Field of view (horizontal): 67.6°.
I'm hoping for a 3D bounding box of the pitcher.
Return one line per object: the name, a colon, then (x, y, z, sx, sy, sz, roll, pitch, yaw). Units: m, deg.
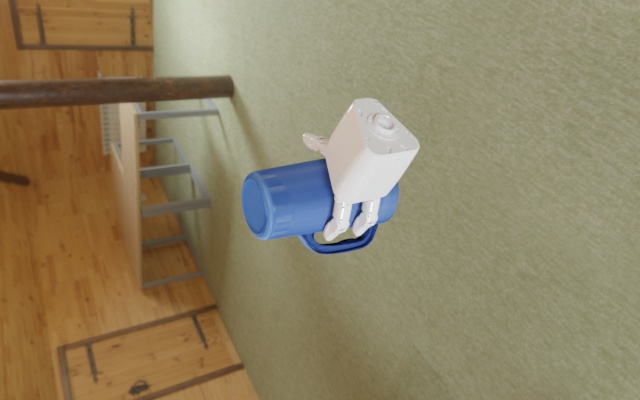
pitcher: (0.000, 0.002, 0.793, 0.243, 0.149, 0.145, -10, -30, -31)
